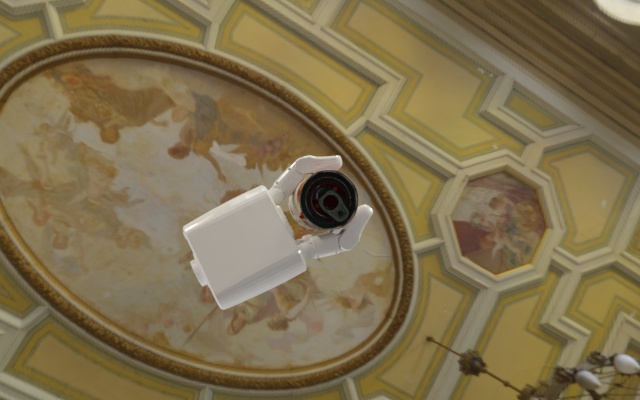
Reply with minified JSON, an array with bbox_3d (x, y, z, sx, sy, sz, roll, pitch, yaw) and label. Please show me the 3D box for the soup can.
[{"bbox_3d":[0.000,0.002,0.579,0.068,0.068,0.102,0,-3,-11],"label":"soup can"}]
